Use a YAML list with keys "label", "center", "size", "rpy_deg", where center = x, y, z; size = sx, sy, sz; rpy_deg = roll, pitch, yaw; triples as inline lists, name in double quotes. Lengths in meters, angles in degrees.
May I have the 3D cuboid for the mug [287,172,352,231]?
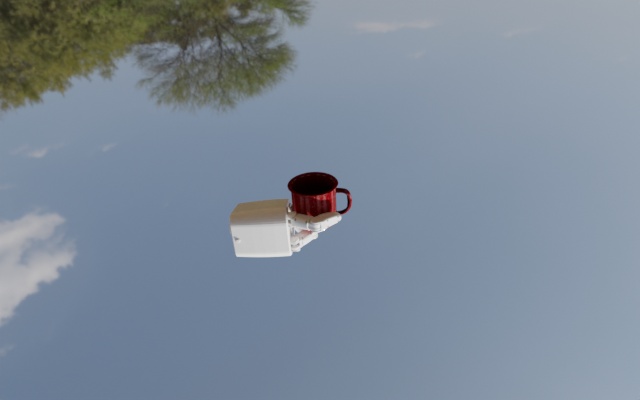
- label: "mug"
  center: [0.002, 0.003, 0.891]
  size: [0.117, 0.081, 0.093]
  rpy_deg: [-2, 31, 3]
